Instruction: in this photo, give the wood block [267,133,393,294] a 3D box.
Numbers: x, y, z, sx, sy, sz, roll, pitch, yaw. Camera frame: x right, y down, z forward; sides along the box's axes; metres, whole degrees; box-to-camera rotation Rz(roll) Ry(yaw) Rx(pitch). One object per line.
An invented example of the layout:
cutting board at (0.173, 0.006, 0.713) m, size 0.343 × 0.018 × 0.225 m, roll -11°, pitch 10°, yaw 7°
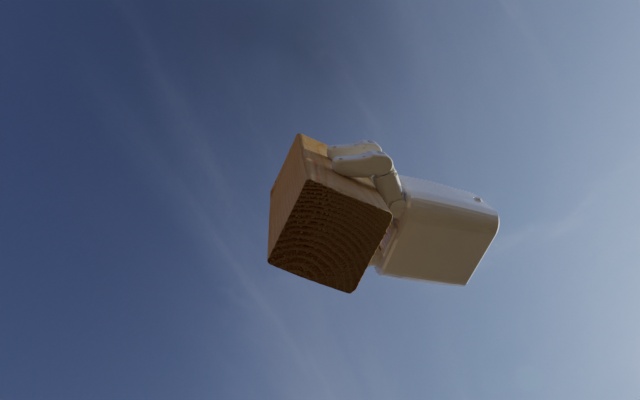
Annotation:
wood block at (0.000, 0.002, 0.526) m, size 0.090 × 0.091 × 0.206 m, roll 22°, pitch 15°, yaw -12°
